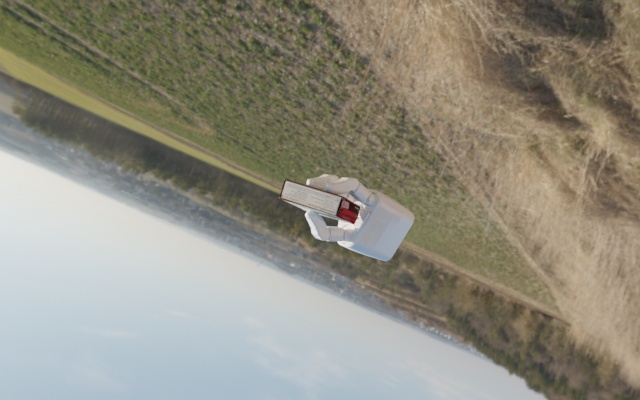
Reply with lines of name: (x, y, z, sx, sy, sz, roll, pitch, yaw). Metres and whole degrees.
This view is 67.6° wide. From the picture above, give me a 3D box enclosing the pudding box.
pudding box: (0.000, 0.003, 0.801, 0.113, 0.039, 0.090, 15, -6, 25)
